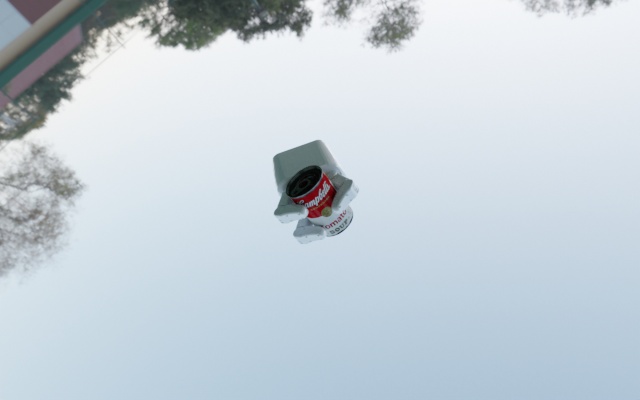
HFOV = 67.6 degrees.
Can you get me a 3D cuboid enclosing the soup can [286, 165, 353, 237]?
[{"bbox_3d":[0.000,0.003,0.768,0.068,0.068,0.102,0,-40,43],"label":"soup can"}]
